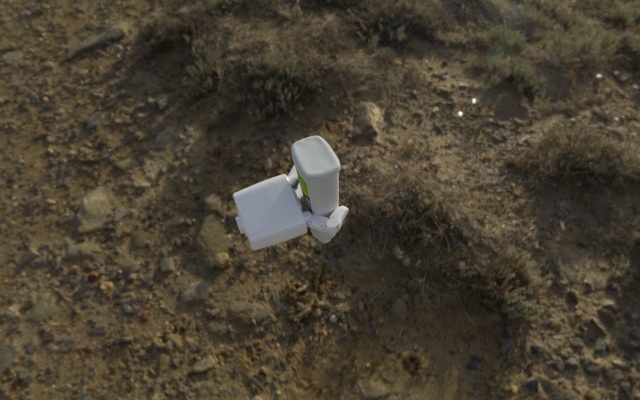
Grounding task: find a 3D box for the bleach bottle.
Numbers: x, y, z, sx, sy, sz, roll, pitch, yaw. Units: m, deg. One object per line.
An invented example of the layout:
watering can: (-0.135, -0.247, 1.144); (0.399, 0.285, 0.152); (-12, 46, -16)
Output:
bleach bottle: (0.000, 0.003, 0.897); (0.068, 0.102, 0.251); (-20, -40, -10)
